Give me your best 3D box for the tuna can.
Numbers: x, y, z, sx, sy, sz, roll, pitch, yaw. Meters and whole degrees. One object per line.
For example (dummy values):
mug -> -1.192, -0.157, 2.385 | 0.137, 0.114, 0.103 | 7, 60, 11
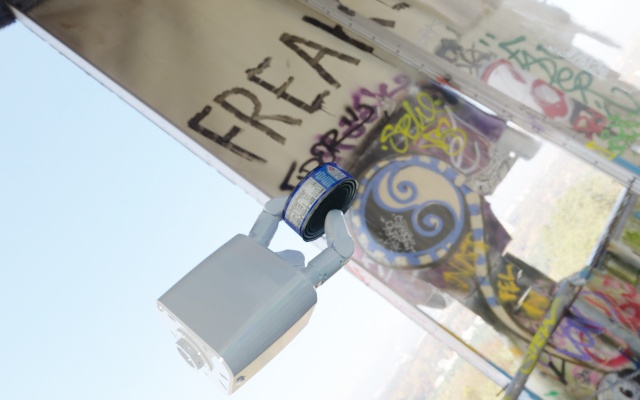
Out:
tuna can -> 0.000, 0.001, 0.510 | 0.033, 0.086, 0.086 | 41, 17, 20
